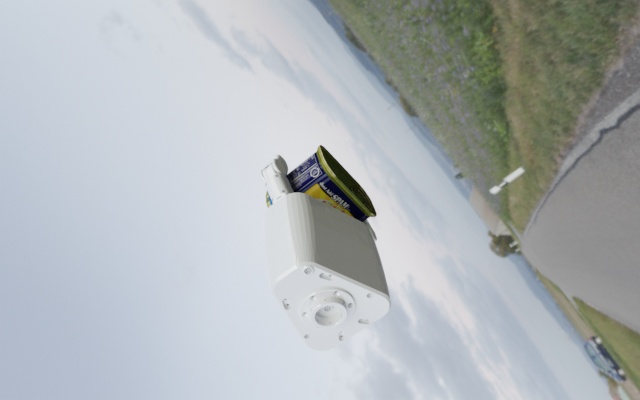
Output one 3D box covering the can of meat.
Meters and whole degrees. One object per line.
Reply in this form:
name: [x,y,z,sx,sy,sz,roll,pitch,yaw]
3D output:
can of meat: [0.000,0.002,0.544,0.102,0.084,0.057,43,18,-33]
